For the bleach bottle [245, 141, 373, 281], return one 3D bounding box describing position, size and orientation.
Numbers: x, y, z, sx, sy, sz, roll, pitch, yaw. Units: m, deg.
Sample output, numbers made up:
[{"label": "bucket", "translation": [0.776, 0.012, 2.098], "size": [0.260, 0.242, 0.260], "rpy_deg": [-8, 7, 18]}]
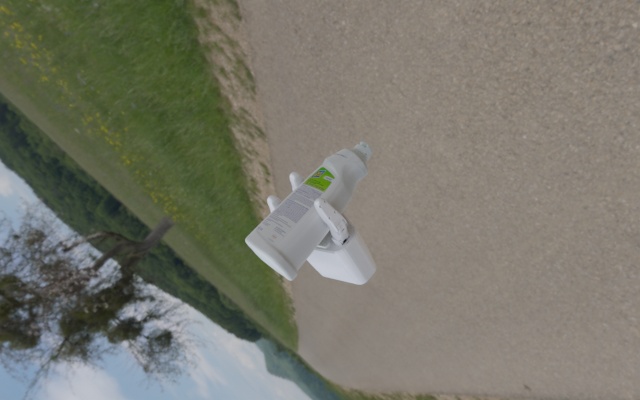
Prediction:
[{"label": "bleach bottle", "translation": [0.000, 0.002, 0.758], "size": [0.102, 0.250, 0.068], "rpy_deg": [27, -22, 46]}]
